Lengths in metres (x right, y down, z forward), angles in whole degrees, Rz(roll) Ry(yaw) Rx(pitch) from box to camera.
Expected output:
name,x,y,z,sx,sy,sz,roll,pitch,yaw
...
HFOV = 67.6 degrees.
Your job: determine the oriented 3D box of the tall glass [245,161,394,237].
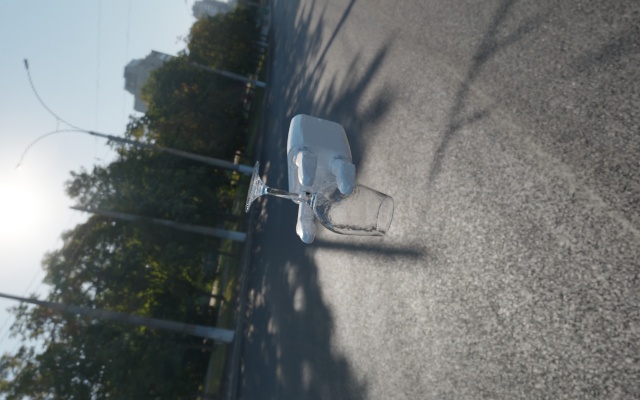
name,x,y,z,sx,sy,sz,roll,pitch,yaw
tall glass,-0.001,0.002,0.676,0.201,0.079,0.079,13,-3,-12
